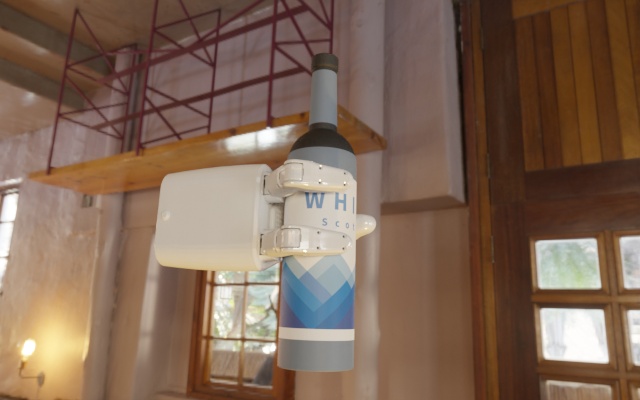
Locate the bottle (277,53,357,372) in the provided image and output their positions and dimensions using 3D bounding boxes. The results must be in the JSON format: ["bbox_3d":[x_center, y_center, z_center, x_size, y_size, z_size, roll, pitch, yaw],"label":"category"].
[{"bbox_3d":[0.000,0.002,0.447,0.069,0.295,0.069,2,-13,0],"label":"bottle"}]
